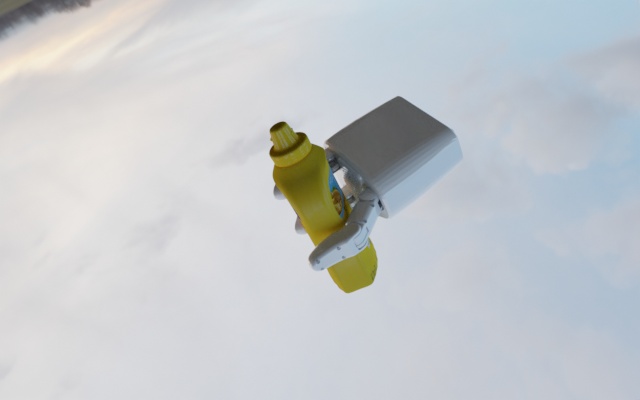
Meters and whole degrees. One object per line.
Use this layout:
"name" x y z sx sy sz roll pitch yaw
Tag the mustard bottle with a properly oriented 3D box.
"mustard bottle" 0.000 0.002 0.493 0.058 0.192 0.096 -22 33 10
